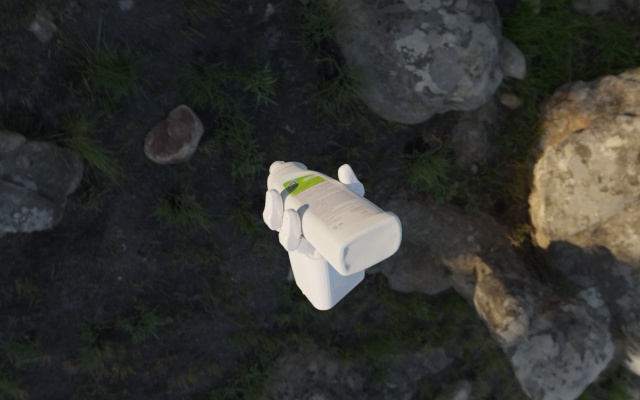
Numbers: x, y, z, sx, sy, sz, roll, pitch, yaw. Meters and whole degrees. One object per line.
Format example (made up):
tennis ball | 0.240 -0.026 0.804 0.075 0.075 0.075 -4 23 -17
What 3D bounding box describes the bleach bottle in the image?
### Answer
bleach bottle | 0.000 0.002 0.683 0.102 0.068 0.250 -23 38 -21
